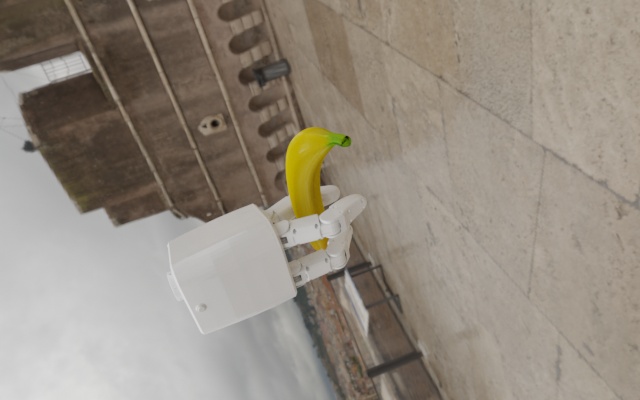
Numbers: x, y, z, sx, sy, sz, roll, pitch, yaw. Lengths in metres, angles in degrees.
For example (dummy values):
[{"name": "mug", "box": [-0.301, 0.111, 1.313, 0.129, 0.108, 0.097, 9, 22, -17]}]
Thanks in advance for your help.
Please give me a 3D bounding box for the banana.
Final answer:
[{"name": "banana", "box": [-0.010, -0.013, 0.513, 0.037, 0.069, 0.198, -26, -30, -21]}]
